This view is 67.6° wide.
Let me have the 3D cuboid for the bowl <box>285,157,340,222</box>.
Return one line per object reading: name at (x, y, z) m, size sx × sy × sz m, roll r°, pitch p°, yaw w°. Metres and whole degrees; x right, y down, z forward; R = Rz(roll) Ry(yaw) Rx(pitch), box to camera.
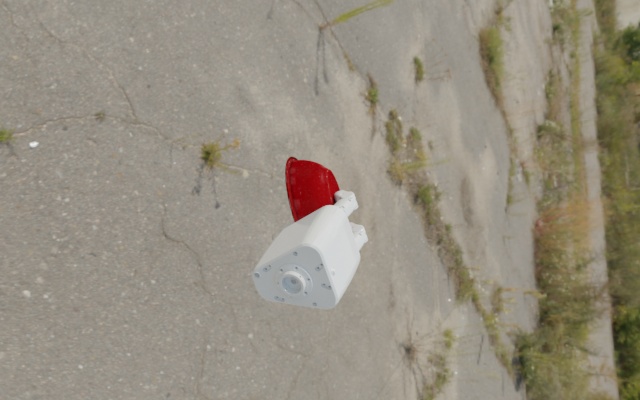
bowl at (0.001, 0.002, 0.745) m, size 0.055 × 0.162 × 0.162 m, roll -16°, pitch -4°, yaw 12°
